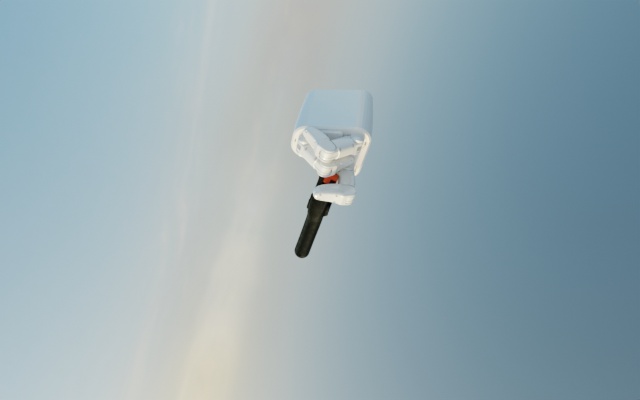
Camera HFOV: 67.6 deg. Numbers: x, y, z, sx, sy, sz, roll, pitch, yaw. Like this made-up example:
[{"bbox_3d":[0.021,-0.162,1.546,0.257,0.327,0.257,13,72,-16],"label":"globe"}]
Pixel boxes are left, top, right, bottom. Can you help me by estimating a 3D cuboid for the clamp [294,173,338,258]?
[{"bbox_3d":[0.000,0.002,0.758,0.039,0.120,0.172,19,-44,-4],"label":"clamp"}]
